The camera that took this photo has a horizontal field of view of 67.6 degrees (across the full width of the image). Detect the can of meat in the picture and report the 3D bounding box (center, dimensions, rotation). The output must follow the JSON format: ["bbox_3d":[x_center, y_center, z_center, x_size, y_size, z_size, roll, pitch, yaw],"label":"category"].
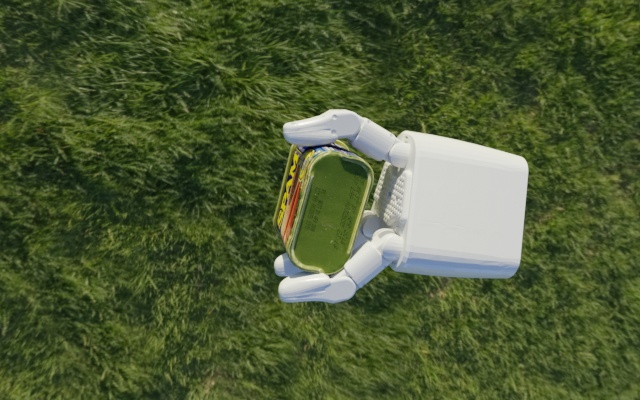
[{"bbox_3d":[0.000,0.001,0.400,0.057,0.102,0.084,12,12,-15],"label":"can of meat"}]
